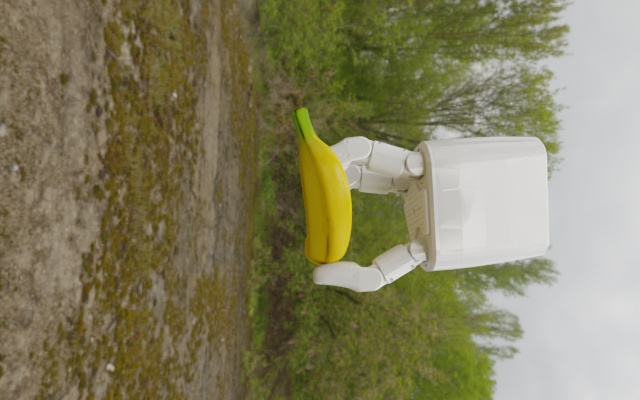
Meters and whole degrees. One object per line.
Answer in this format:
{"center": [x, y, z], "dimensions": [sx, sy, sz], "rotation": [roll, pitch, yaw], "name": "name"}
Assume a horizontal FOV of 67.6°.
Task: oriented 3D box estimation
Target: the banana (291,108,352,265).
{"center": [0.003, 0.014, 0.403], "dimensions": [0.037, 0.069, 0.198], "rotation": [-9, -35, -6], "name": "banana"}
